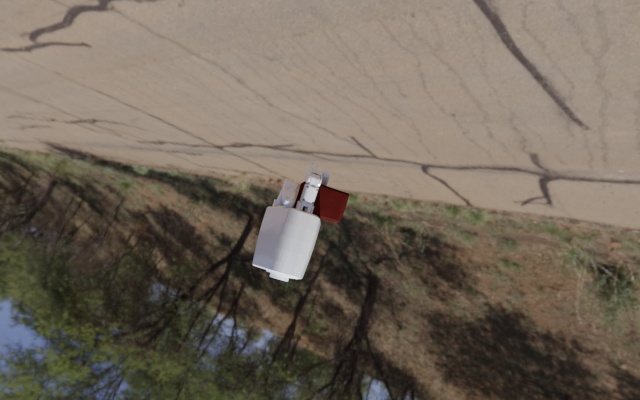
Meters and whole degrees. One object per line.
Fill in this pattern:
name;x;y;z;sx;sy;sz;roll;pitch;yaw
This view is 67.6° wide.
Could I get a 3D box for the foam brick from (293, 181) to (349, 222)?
foam brick;0.000;0.003;0.818;0.078;0.051;0.053;18;-9;-13
